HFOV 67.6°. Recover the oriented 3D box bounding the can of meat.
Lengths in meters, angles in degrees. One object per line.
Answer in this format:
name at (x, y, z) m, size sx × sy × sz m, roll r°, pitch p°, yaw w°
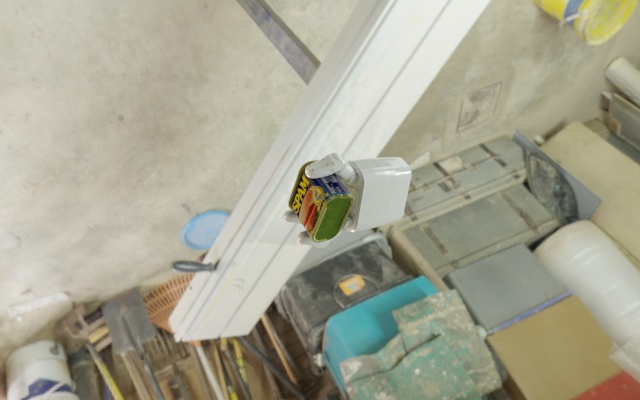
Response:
can of meat at (0.000, 0.003, 0.743) m, size 0.057 × 0.102 × 0.084 m, roll -7°, pitch 45°, yaw -33°
